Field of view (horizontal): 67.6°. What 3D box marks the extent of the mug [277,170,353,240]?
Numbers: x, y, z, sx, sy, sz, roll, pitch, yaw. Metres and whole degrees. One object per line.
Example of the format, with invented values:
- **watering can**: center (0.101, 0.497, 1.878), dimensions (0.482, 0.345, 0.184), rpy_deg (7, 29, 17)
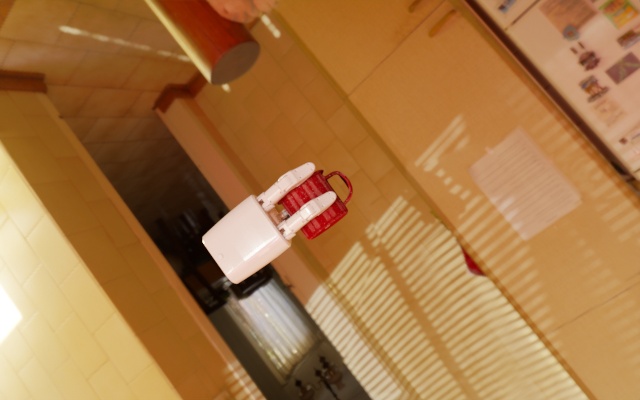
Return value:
- **mug**: center (0.001, 0.002, 0.772), dimensions (0.117, 0.081, 0.093), rpy_deg (-37, -7, 6)
